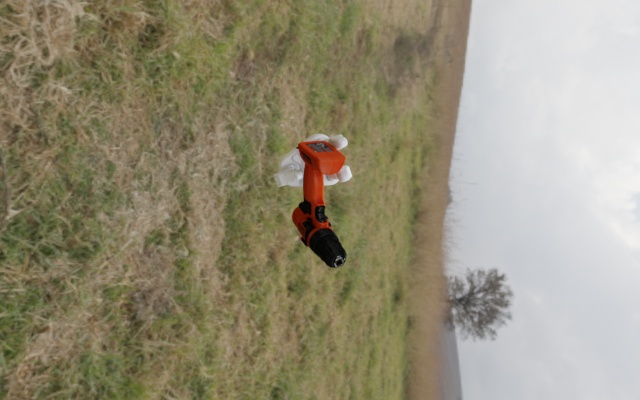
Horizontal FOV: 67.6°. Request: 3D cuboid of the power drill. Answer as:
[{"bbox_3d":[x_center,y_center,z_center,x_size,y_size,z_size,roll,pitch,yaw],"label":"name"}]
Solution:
[{"bbox_3d":[0.000,0.002,0.828,0.057,0.188,0.184,-6,28,-24],"label":"power drill"}]
